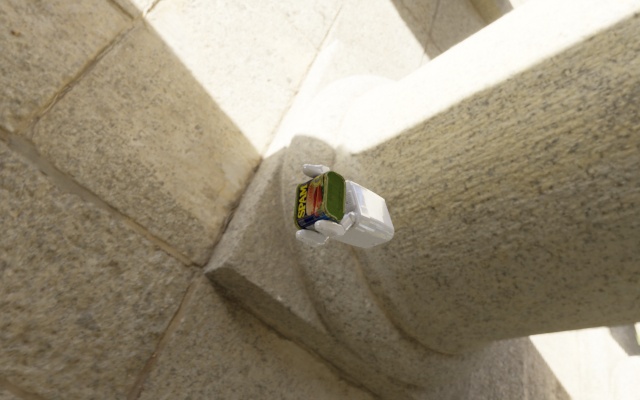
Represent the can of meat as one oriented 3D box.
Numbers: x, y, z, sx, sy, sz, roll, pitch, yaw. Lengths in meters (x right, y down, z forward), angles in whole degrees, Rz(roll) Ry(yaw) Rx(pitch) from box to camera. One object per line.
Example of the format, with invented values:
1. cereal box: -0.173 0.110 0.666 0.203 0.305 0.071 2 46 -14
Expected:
1. can of meat: 0.000 0.003 0.890 0.057 0.102 0.084 26 -35 -35
